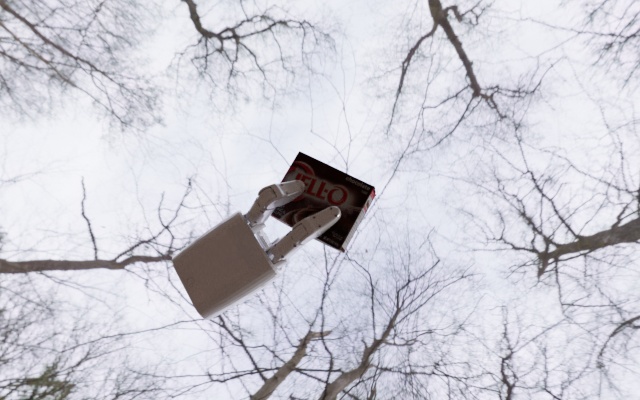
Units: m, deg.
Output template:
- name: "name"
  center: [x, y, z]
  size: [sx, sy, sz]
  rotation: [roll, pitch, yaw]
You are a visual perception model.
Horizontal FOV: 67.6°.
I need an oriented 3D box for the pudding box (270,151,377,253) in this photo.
- name: "pudding box"
  center: [0.000, 0.002, 0.598]
  size: [0.113, 0.090, 0.039]
  rotation: [27, -10, 16]
